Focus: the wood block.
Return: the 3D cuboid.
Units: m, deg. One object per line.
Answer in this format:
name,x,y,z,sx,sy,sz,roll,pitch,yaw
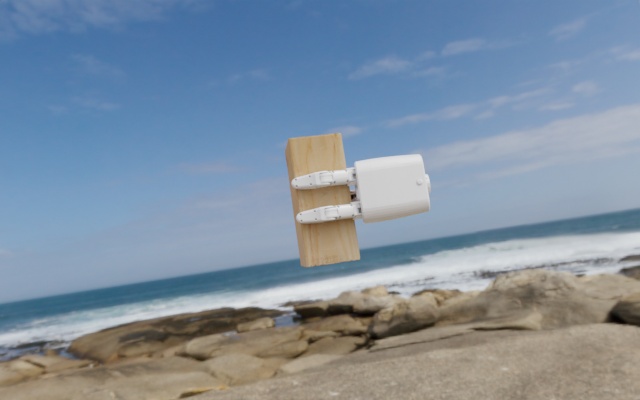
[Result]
wood block,0.000,0.002,0.798,0.090,0.206,0.091,-7,-6,-8
